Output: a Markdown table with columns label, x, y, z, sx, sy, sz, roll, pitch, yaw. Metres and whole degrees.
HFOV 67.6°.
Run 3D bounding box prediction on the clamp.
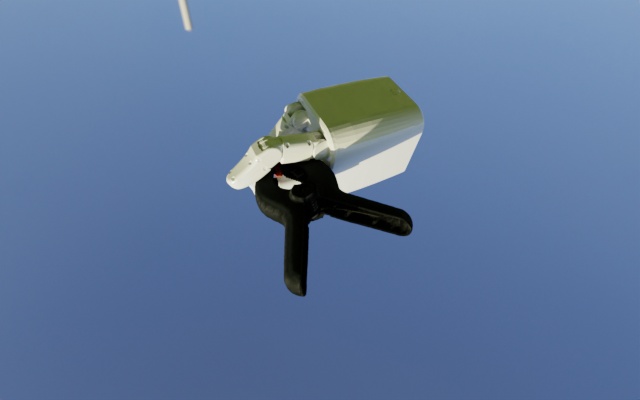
| label | x | y | z | sx | sy | sz | roll | pitch | yaw |
| --- | --- | --- | --- | --- | --- | --- | --- | --- | --- |
| clamp | 0.000 | 0.002 | 0.440 | 0.120 | 0.039 | 0.171 | -17 | 47 | -15 |
